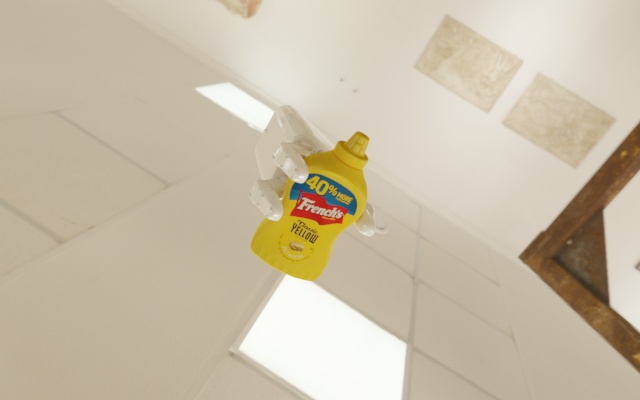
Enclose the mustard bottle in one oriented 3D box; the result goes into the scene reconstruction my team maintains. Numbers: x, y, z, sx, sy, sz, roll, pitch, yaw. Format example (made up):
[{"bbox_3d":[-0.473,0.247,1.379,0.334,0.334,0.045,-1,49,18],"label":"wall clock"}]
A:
[{"bbox_3d":[0.000,0.002,0.566,0.096,0.192,0.058,29,22,-8],"label":"mustard bottle"}]
